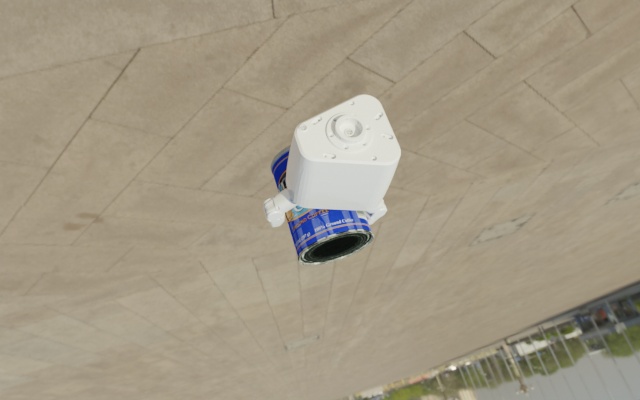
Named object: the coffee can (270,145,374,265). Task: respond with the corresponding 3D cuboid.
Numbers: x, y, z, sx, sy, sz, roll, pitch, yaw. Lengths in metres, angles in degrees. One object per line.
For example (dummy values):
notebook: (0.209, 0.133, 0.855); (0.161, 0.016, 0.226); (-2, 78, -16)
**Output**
coffee can: (0.000, 0.002, 0.640); (0.103, 0.140, 0.103); (-16, -23, -7)
